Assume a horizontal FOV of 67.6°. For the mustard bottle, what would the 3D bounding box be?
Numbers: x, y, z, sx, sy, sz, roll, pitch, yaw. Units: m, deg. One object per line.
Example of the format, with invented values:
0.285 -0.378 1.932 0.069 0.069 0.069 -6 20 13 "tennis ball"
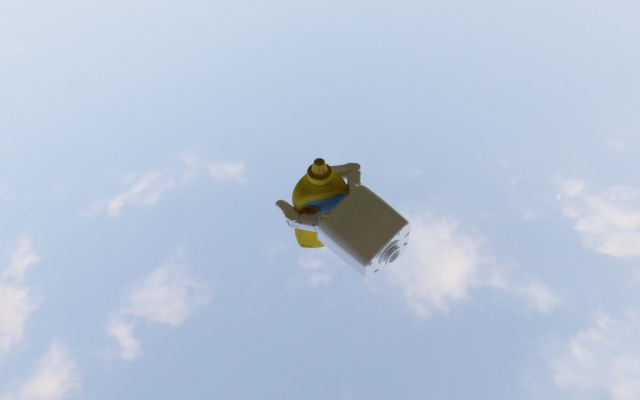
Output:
0.000 0.003 0.811 0.096 0.058 0.192 -14 -39 -10 "mustard bottle"
